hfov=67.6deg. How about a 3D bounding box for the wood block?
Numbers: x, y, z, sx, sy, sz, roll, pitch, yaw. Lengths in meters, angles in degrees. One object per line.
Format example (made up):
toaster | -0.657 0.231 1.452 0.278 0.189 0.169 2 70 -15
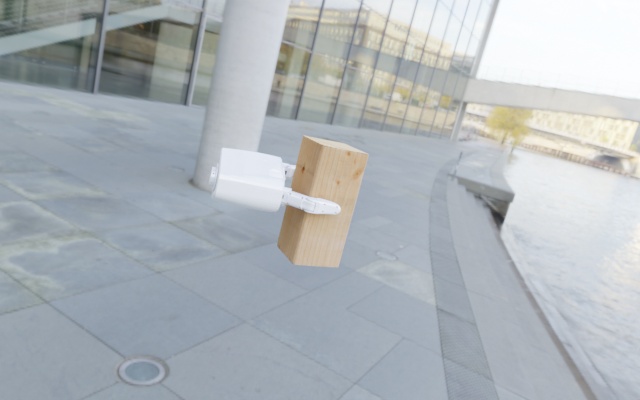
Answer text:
wood block | 0.000 0.003 0.830 0.090 0.206 0.090 8 14 -27
